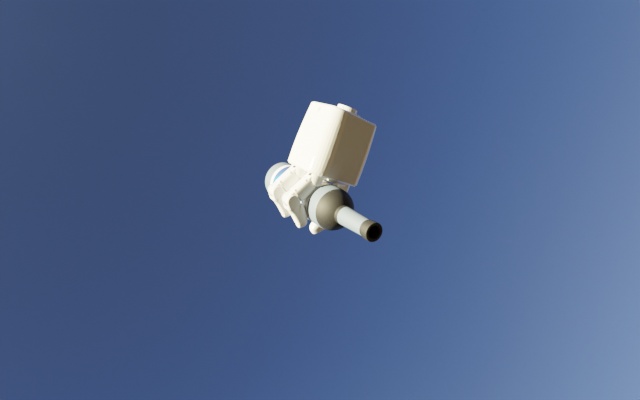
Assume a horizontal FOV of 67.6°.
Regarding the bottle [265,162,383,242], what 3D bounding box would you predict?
[{"bbox_3d":[0.000,0.002,0.752,0.069,0.069,0.295,0,16,-30],"label":"bottle"}]
